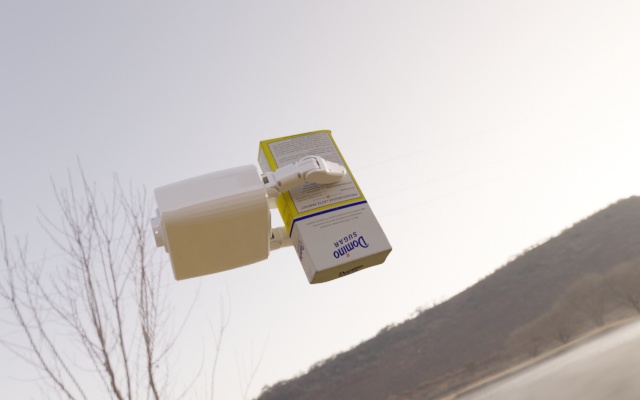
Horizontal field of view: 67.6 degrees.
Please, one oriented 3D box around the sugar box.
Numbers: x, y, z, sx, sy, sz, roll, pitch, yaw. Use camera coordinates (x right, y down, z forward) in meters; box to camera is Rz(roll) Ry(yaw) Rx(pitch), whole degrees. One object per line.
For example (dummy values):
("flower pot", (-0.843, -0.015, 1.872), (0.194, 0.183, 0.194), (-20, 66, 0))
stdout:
("sugar box", (0.000, 0.002, 0.544), (0.093, 0.176, 0.048), (-14, -27, -20))
